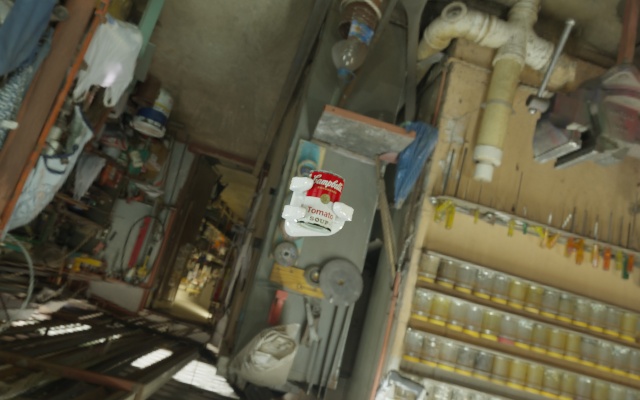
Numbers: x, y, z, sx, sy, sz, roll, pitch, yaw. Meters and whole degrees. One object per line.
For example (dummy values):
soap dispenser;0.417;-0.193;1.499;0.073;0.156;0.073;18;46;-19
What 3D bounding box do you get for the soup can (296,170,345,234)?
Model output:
soup can;0.000;0.003;0.877;0.068;0.102;0.068;14;-13;3
